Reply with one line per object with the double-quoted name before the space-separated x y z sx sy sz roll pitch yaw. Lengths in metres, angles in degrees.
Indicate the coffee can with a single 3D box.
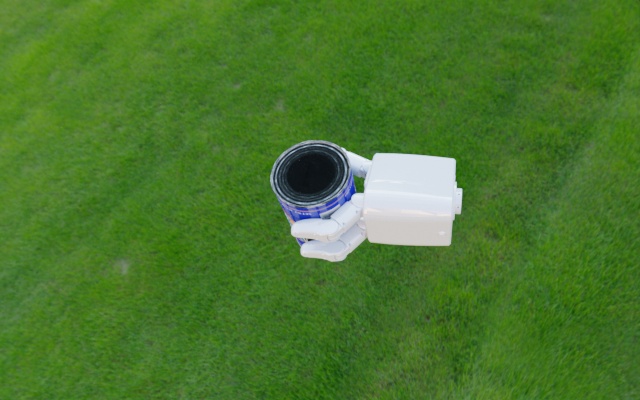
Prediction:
"coffee can" 0.000 0.002 0.647 0.103 0.102 0.140 0 -32 13
